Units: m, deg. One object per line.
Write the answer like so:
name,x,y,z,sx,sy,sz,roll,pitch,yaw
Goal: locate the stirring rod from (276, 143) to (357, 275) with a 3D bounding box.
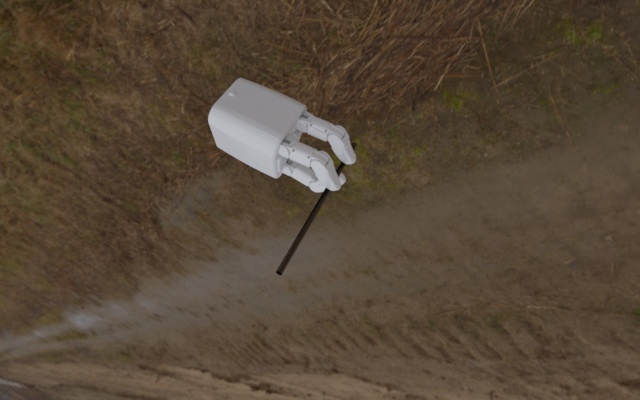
stirring rod,0.000,0.002,0.640,0.011,0.239,0.011,20,-36,15
